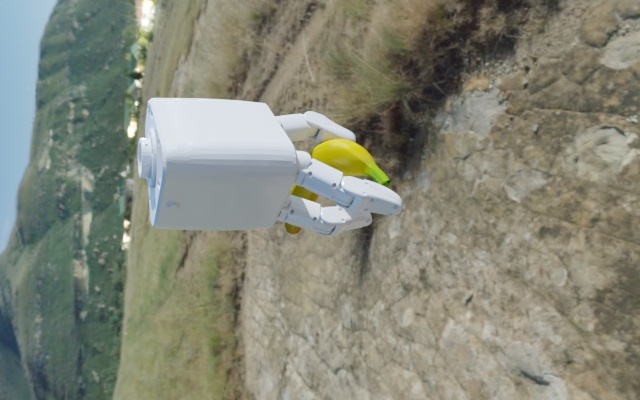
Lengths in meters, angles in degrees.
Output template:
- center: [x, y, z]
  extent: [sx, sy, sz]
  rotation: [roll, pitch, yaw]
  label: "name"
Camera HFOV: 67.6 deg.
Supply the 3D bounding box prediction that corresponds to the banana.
- center: [-0.002, -0.017, 0.502]
  extent: [0.037, 0.069, 0.198]
  rotation: [-4, -14, -29]
  label: "banana"
